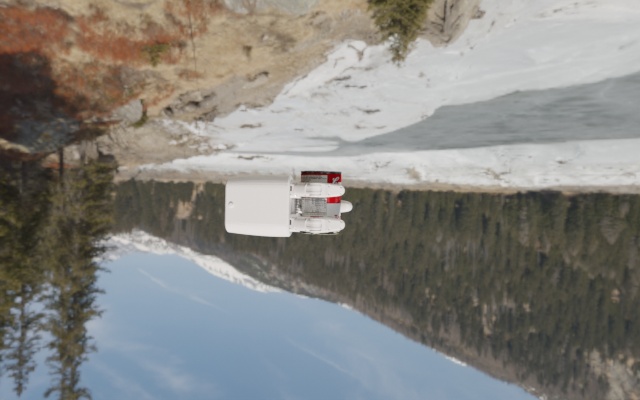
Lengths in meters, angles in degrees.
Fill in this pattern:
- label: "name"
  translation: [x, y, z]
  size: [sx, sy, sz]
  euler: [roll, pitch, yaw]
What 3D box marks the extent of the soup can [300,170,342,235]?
- label: "soup can"
  translation: [0.001, 0.003, 0.789]
  size: [0.068, 0.102, 0.068]
  euler: [1, 1, 0]
